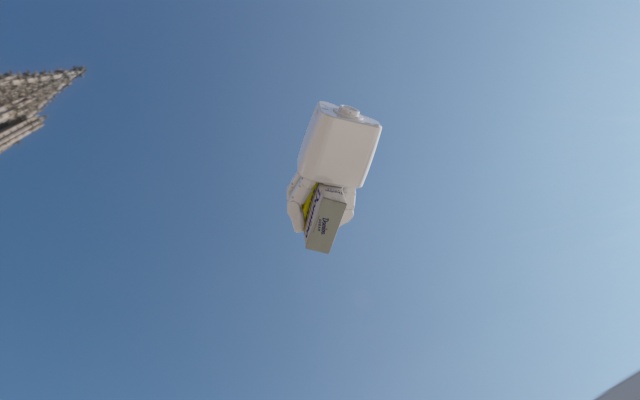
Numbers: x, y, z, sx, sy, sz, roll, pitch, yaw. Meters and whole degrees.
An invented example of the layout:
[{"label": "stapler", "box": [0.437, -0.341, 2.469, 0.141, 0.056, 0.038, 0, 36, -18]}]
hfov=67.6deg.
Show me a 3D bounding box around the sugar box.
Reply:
[{"label": "sugar box", "box": [0.000, 0.002, 0.796, 0.048, 0.093, 0.176, 15, 22, -10]}]
